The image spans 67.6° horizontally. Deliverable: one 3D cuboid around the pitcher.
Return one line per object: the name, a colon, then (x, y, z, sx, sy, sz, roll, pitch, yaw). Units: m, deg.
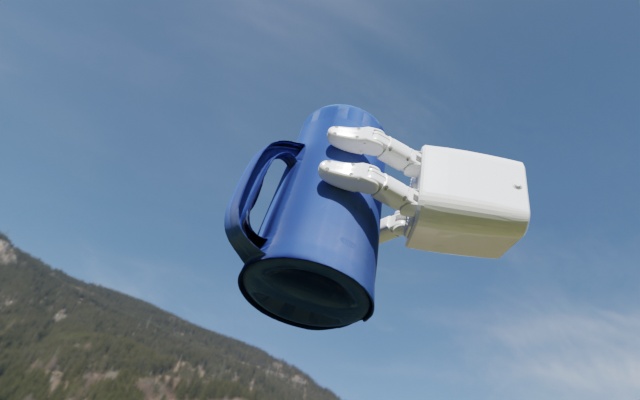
pitcher: (0.000, 0.002, 0.520, 0.145, 0.242, 0.149, 7, -40, 8)
